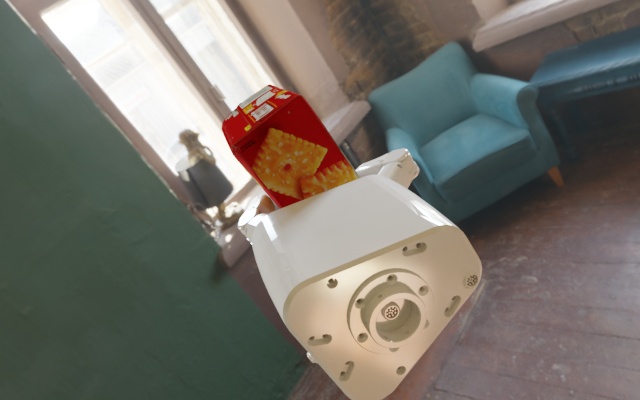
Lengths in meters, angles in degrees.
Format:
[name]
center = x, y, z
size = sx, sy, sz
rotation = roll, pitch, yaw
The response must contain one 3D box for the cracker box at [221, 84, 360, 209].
[cracker box]
center = 0.000, 0.001, 0.444
size = 0.072, 0.214, 0.164
rotation = -37, 22, -2
